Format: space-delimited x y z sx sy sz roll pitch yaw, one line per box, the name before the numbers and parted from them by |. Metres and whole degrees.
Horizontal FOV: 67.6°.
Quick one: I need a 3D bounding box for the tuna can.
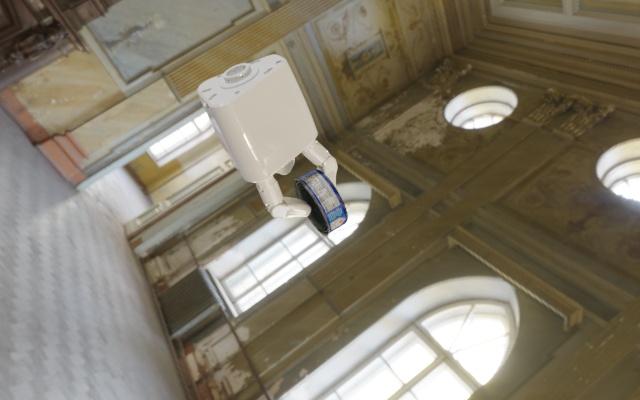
tuna can | 0.001 0.002 0.634 0.034 0.086 0.086 -30 8 -14
